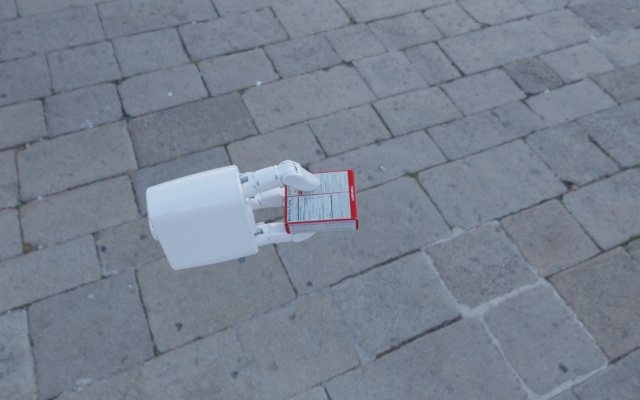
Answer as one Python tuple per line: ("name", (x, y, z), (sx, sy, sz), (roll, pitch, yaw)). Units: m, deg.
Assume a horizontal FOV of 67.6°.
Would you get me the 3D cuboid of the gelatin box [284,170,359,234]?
("gelatin box", (0.000, 0.002, 0.590), (0.089, 0.073, 0.030), (-5, -33, 4))
